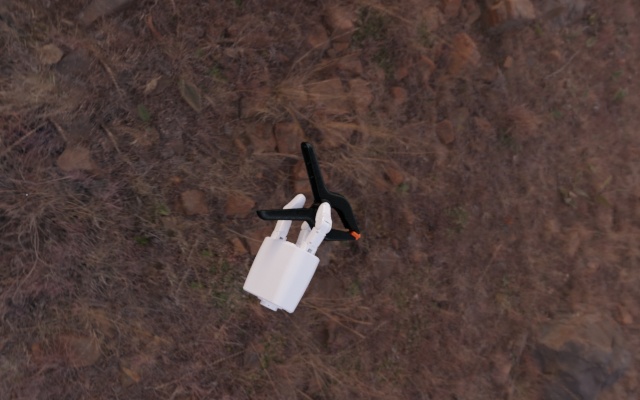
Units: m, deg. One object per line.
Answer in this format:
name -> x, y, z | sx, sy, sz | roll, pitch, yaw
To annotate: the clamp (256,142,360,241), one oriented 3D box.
clamp -> 0.001, 0.003, 0.891 | 0.210, 0.164, 0.036 | 32, -13, -28
